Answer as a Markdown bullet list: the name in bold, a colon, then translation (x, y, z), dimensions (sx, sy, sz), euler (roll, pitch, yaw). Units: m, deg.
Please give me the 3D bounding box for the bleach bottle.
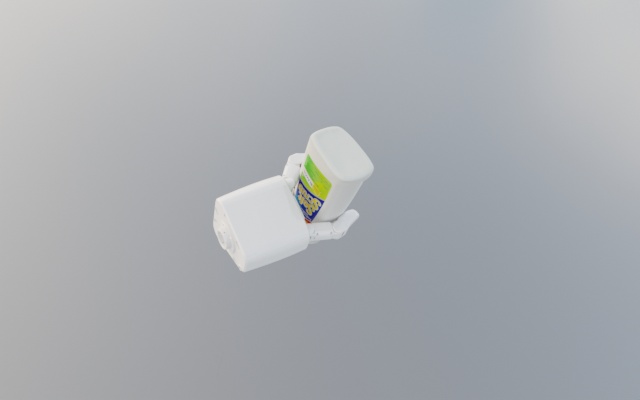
- **bleach bottle**: translation (0.000, 0.002, 0.762), dimensions (0.068, 0.102, 0.251), euler (-21, -27, -29)
